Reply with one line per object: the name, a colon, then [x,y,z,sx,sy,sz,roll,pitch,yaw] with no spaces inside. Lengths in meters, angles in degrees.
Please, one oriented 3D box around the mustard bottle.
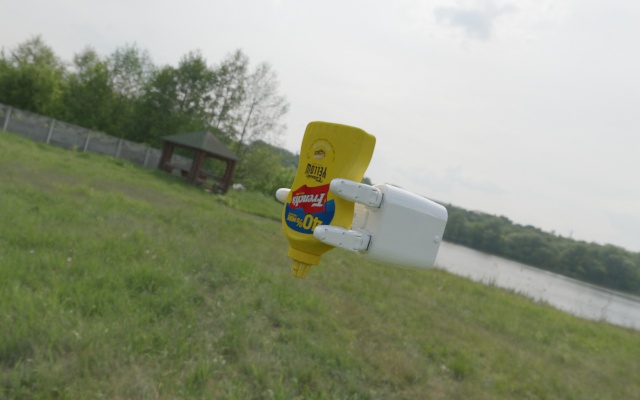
mustard bottle: [0.000,0.002,0.587,0.096,0.191,0.058,16,0,39]
